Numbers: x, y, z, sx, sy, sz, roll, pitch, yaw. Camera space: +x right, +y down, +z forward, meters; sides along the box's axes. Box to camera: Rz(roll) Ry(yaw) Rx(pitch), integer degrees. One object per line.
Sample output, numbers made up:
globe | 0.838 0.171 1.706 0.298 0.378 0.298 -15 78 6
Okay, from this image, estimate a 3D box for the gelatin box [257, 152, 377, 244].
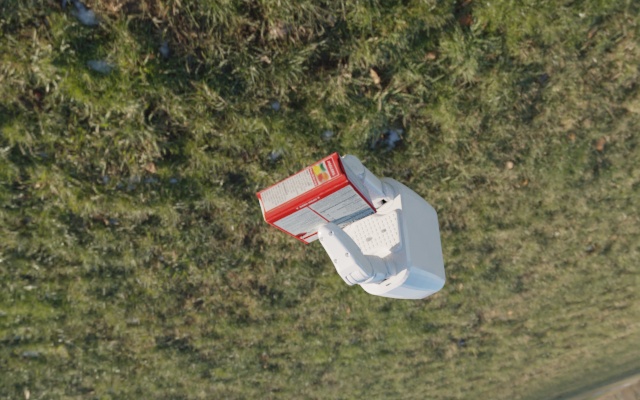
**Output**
gelatin box | 0.000 0.002 0.402 0.073 0.030 0.089 -26 -24 13
